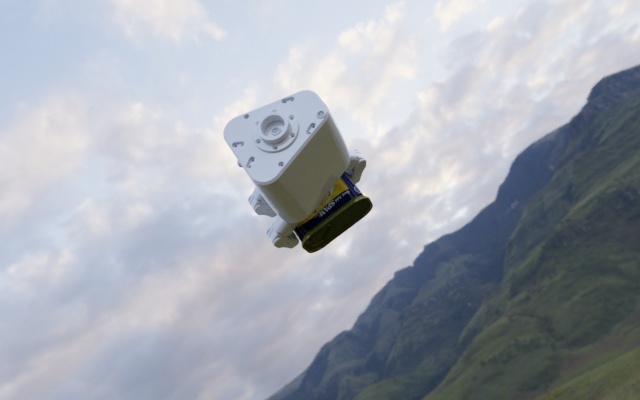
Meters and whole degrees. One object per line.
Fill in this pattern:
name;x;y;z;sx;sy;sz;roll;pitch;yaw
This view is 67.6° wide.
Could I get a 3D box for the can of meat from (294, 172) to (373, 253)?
can of meat;0.000;0.002;0.606;0.102;0.084;0.057;-37;-25;1
